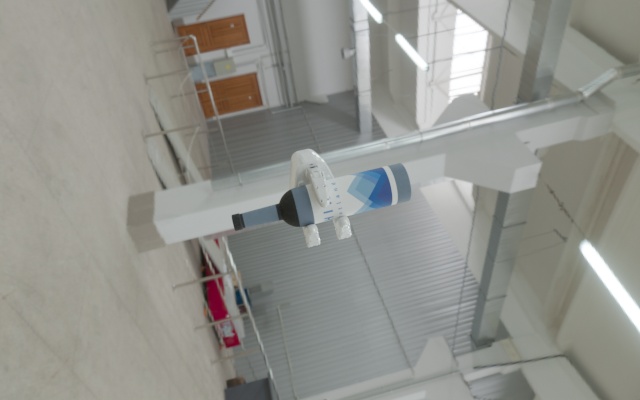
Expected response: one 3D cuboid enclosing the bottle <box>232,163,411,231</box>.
[{"bbox_3d":[0.000,0.003,0.795,0.296,0.069,0.069,-14,1,-6],"label":"bottle"}]
